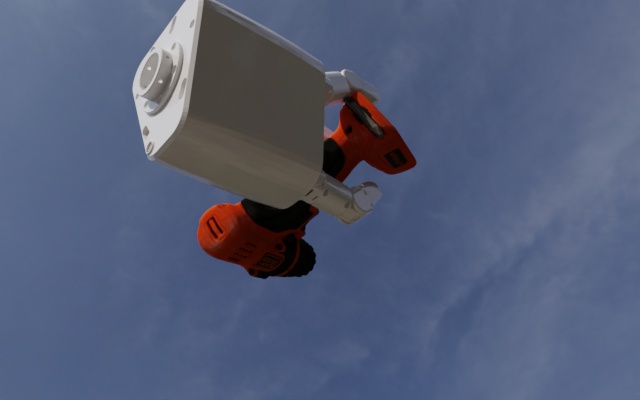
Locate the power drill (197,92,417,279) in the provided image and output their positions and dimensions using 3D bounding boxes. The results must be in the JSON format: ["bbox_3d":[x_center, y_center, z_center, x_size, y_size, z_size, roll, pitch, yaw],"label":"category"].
[{"bbox_3d":[0.000,0.001,0.448,0.187,0.057,0.184,-43,-24,6],"label":"power drill"}]
